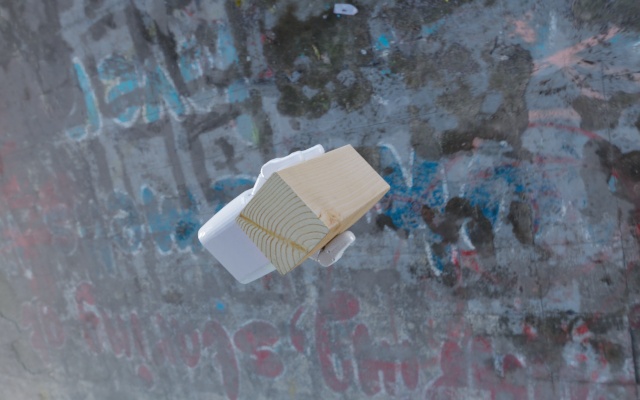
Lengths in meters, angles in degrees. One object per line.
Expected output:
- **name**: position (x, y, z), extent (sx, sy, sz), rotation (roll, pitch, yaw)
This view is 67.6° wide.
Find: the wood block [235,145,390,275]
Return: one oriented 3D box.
- **wood block**: position (0.000, 0.003, 0.616), extent (0.090, 0.091, 0.206), rotation (-46, -8, 29)
